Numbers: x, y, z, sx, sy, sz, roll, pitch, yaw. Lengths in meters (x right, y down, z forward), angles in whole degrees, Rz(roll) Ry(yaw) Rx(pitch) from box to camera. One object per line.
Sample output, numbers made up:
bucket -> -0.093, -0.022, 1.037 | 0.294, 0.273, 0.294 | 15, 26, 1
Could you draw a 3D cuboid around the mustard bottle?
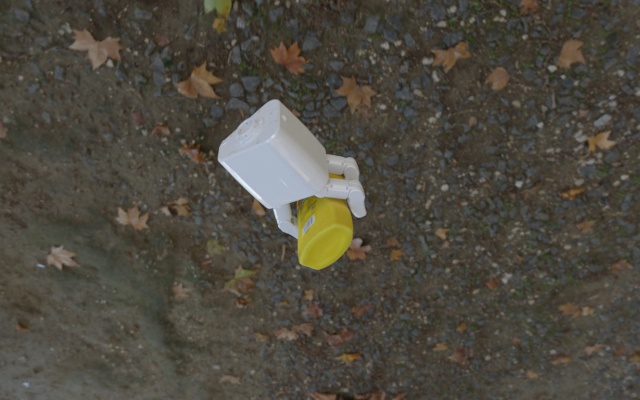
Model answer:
mustard bottle -> 0.000, 0.003, 0.713 | 0.058, 0.191, 0.096 | 20, -53, -23
